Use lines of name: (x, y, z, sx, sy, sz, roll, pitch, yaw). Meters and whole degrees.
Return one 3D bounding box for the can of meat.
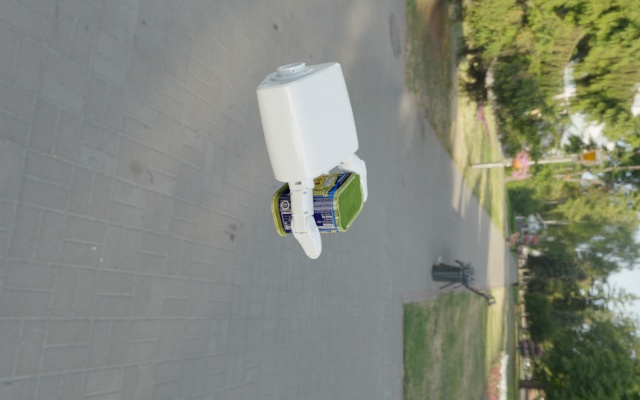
can of meat: (0.000, 0.002, 0.596, 0.084, 0.057, 0.102, -3, 21, 23)
